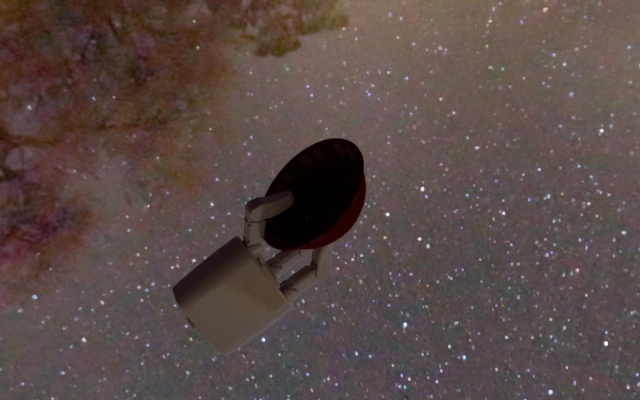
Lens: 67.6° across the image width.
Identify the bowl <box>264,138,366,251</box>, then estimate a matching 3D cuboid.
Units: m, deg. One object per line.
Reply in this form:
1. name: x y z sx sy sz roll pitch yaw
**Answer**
1. bowl: 0.001 0.001 0.597 0.162 0.162 0.055 0 -31 45
